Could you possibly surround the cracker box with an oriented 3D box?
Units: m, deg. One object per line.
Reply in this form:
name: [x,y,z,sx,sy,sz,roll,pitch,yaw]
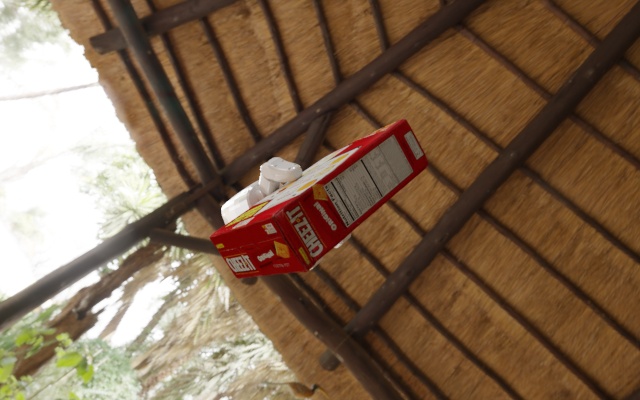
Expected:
cracker box: [0.000,0.002,0.553,0.213,0.072,0.164,-38,11,-33]
